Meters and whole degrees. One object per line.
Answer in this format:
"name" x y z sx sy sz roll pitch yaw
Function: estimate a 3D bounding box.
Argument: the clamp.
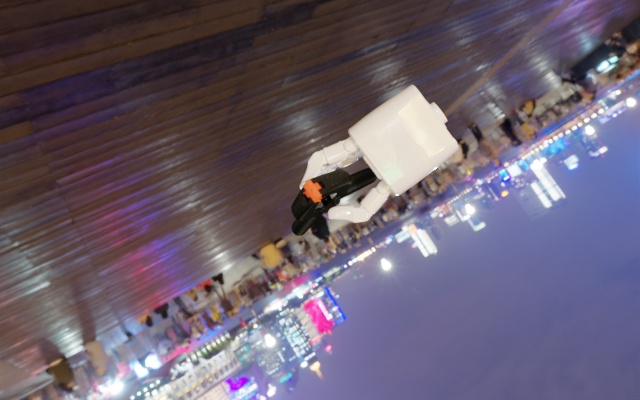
"clamp" 0.001 0.003 0.688 0.164 0.036 0.210 -39 -10 12
